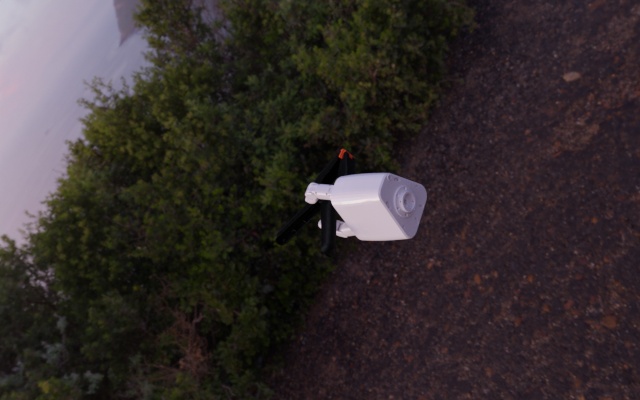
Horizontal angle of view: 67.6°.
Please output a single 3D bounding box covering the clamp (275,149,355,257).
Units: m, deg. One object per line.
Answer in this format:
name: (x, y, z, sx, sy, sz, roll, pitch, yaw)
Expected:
clamp: (0.000, 0.002, 0.866, 0.036, 0.210, 0.164, 37, -25, -33)
